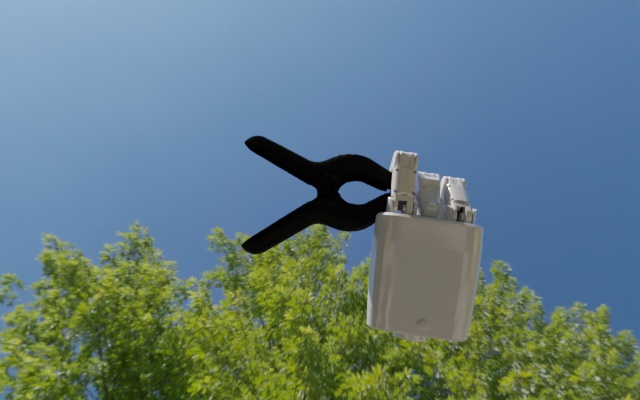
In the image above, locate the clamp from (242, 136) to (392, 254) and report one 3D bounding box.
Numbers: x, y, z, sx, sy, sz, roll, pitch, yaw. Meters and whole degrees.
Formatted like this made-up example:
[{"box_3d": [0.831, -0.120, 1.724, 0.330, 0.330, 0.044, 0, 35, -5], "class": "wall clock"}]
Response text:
[{"box_3d": [0.000, 0.002, 0.476, 0.171, 0.120, 0.039, 7, -8, 4], "class": "clamp"}]
